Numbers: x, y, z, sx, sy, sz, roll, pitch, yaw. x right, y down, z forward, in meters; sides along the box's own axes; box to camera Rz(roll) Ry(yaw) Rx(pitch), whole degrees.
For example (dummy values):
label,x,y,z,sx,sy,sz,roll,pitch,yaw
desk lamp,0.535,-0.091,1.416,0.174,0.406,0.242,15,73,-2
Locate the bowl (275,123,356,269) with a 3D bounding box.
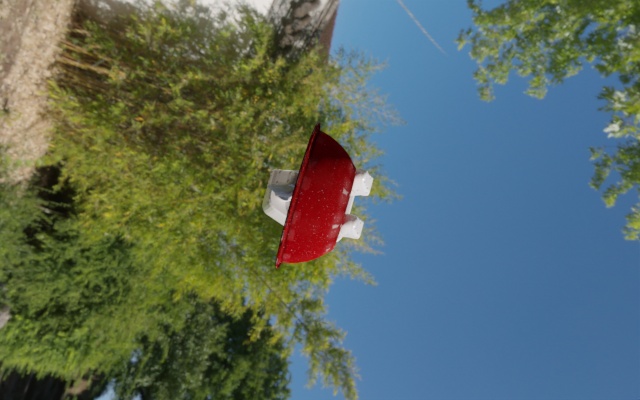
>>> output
label,x,y,z,sx,sy,sz,roll,pitch,yaw
bowl,0.000,0.002,0.514,0.055,0.162,0.162,16,0,1
